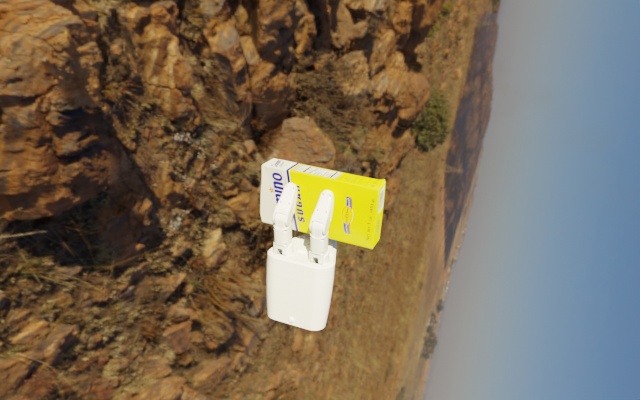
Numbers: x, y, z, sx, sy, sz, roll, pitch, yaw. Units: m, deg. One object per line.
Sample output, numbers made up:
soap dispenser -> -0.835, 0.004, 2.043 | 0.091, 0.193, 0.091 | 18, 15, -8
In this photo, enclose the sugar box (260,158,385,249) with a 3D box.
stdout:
sugar box -> 0.000, 0.003, 0.680 | 0.176, 0.093, 0.048 | 11, 23, 17
